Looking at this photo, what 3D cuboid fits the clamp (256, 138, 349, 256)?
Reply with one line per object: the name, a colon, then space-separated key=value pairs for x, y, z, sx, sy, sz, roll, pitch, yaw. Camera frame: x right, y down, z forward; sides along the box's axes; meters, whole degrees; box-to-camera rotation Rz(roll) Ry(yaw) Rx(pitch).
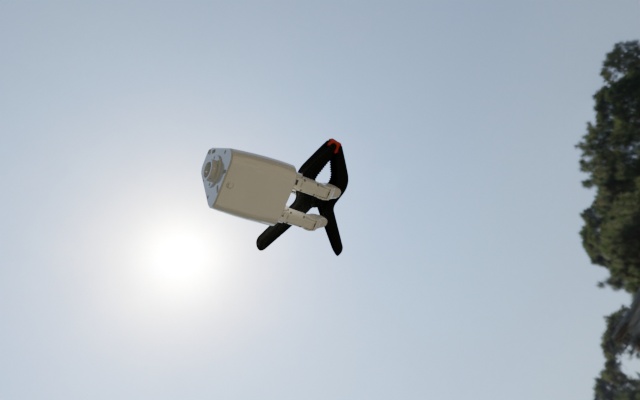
clamp: x=0.000 y=0.002 z=0.795 sx=0.164 sy=0.210 sz=0.036 roll=15 pitch=15 yaw=-34
